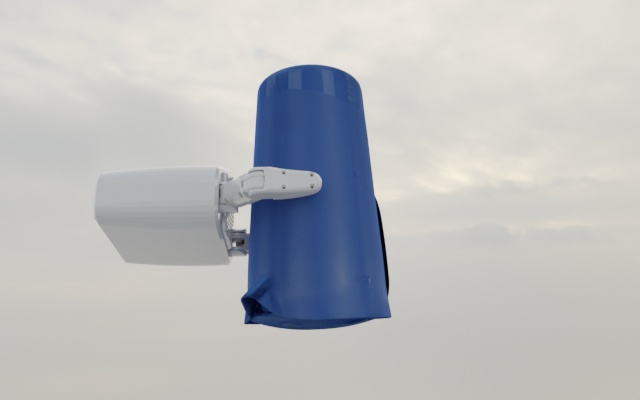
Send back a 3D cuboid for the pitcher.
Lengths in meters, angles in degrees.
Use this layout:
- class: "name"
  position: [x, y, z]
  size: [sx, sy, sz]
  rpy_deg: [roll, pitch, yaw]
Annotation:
- class: "pitcher"
  position: [0.000, 0.002, 0.470]
  size: [0.145, 0.242, 0.149]
  rpy_deg: [-2, -15, -2]
